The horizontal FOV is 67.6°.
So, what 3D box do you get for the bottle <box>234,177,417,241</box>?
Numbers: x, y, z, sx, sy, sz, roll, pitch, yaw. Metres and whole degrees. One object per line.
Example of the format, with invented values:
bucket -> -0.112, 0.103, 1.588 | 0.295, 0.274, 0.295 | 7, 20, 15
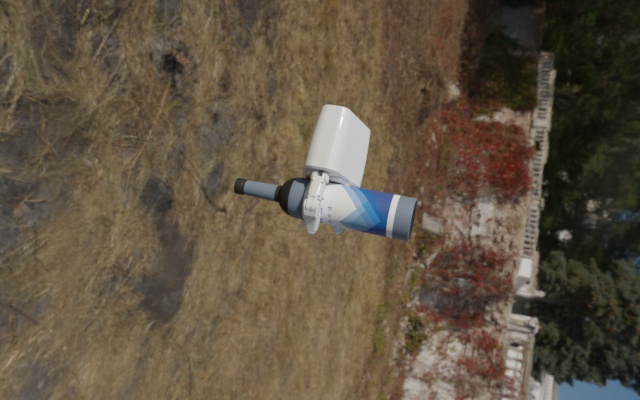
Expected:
bottle -> 0.000, 0.003, 0.761 | 0.295, 0.069, 0.069 | 11, 3, 15
